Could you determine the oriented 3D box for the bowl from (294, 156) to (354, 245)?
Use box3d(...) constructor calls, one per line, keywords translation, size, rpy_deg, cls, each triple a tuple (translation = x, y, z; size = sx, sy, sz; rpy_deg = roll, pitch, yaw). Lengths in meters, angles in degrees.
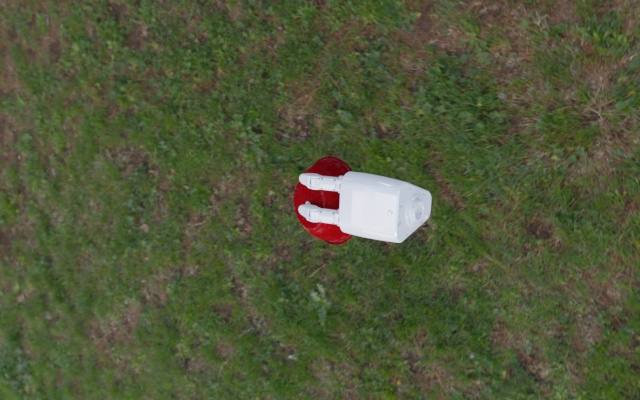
box3d(translation=(-0.001, 0.003, 0.850), size=(0.055, 0.162, 0.162), rpy_deg=(-7, 4, -37), cls="bowl")
